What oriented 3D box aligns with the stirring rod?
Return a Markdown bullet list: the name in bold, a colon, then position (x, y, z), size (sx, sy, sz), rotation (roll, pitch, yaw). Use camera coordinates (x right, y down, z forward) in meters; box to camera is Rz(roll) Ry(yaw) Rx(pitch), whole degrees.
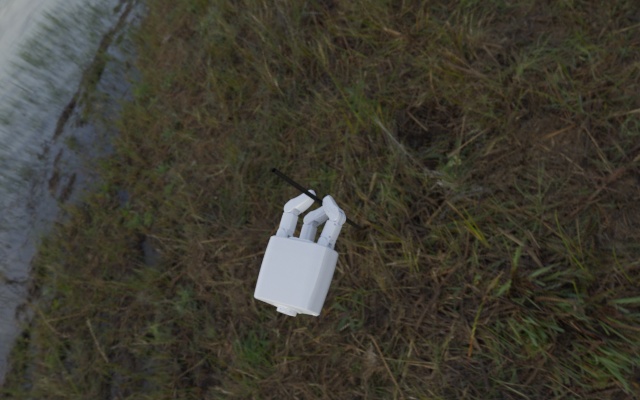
- **stirring rod**: position (0.000, 0.003, 0.810), size (0.011, 0.011, 0.240), rotation (0, -24, 40)
